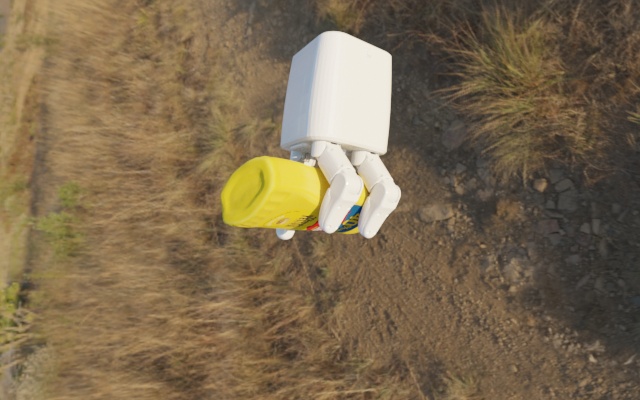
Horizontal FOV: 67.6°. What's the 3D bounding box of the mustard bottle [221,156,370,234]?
[{"bbox_3d":[0.000,0.002,0.502,0.191,0.058,0.096,8,-28,-40],"label":"mustard bottle"}]
